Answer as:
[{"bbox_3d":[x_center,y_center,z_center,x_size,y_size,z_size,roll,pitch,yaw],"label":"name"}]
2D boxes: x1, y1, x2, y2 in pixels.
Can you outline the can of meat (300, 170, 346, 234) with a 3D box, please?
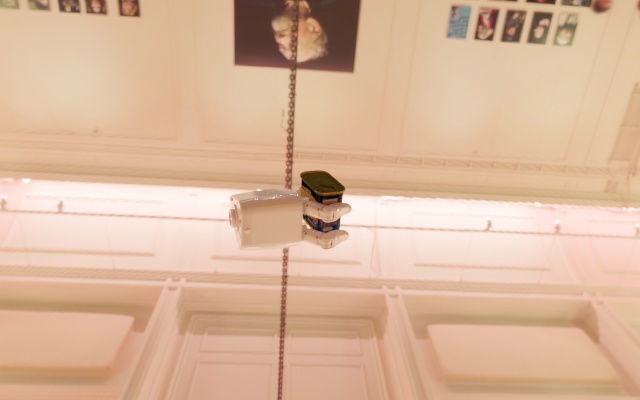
[{"bbox_3d":[0.000,0.003,0.865,0.057,0.084,0.102,-7,27,-24],"label":"can of meat"}]
